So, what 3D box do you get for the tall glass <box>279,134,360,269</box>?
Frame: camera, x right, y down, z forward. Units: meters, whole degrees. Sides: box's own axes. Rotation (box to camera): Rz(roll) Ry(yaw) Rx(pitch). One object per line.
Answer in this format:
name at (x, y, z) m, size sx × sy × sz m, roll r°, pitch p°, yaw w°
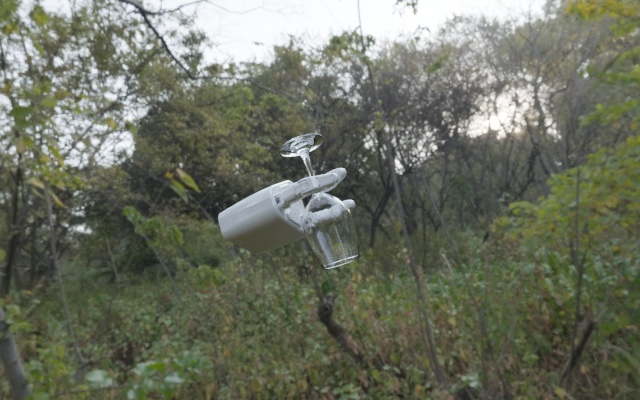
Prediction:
tall glass at (0.000, 0.002, 0.742) m, size 0.079 × 0.201 × 0.079 m, roll -18°, pitch -14°, yaw -5°
